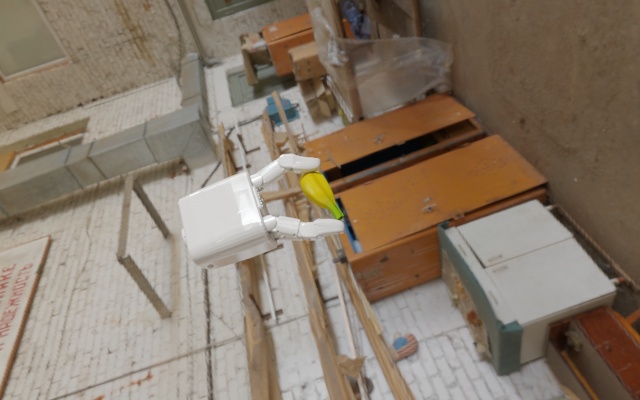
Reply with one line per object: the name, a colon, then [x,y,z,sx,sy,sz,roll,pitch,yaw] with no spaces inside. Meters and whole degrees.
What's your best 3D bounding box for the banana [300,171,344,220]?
banana: [-0.007,-0.014,0.718,0.037,0.069,0.197,-23,10,-2]
